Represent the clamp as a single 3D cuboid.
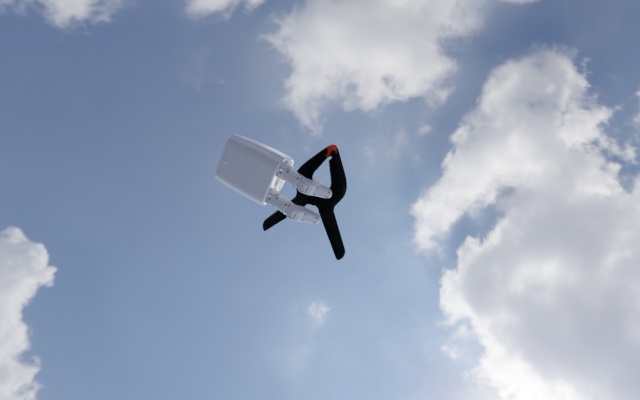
[{"bbox_3d":[0.000,0.002,0.865,0.164,0.210,0.036,27,24,4],"label":"clamp"}]
